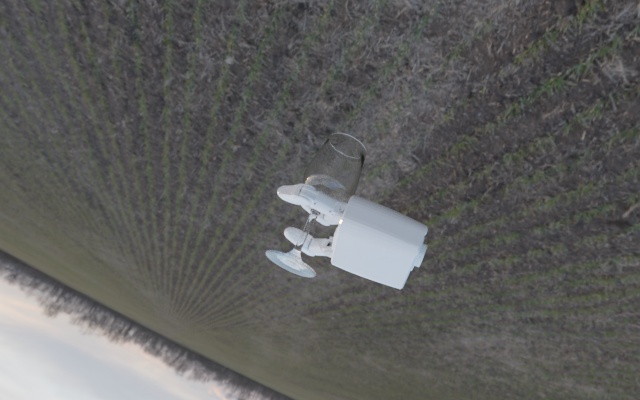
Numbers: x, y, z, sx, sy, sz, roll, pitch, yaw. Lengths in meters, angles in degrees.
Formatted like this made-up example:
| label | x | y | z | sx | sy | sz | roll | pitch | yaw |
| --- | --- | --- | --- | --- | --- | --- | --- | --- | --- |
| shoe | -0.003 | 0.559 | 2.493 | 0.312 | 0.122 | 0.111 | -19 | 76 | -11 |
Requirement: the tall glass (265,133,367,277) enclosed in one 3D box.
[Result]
| label | x | y | z | sx | sy | sz | roll | pitch | yaw |
| --- | --- | --- | --- | --- | --- | --- | --- | --- | --- |
| tall glass | 0.000 | 0.003 | 0.672 | 0.079 | 0.201 | 0.079 | 22 | -22 | 9 |
